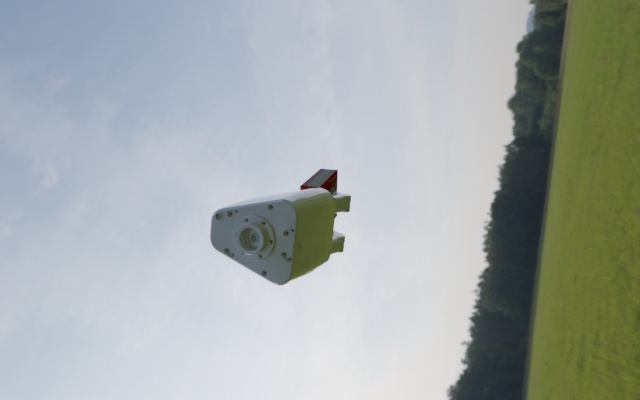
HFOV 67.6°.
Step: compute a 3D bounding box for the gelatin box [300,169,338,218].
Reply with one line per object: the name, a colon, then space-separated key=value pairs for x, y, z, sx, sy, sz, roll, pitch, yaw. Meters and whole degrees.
gelatin box: x=0.000 y=0.002 z=0.668 sx=0.030 sy=0.073 sz=0.089 roll=6 pitch=21 yaw=16
